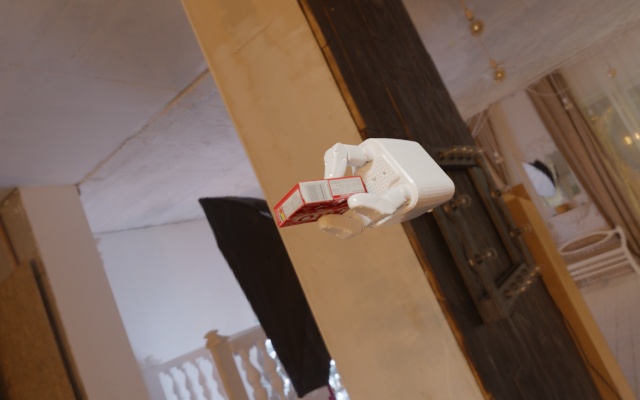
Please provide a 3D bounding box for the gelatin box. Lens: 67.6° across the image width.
[{"bbox_3d":[0.000,0.001,0.560,0.089,0.030,0.073,-7,-19,-33],"label":"gelatin box"}]
